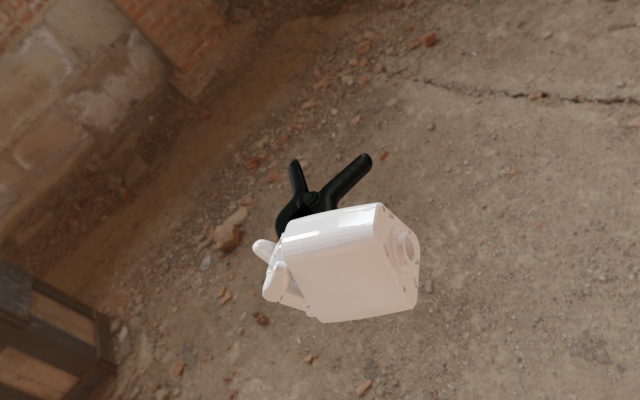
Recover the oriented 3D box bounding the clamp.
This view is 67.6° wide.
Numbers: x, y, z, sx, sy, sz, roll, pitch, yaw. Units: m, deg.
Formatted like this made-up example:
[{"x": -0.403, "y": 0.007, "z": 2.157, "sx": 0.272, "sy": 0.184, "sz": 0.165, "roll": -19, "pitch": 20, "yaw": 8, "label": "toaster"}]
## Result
[{"x": 0.000, "y": 0.002, "z": 0.588, "sx": 0.120, "sy": 0.171, "sz": 0.039, "roll": -13, "pitch": -45, "yaw": 27, "label": "clamp"}]
